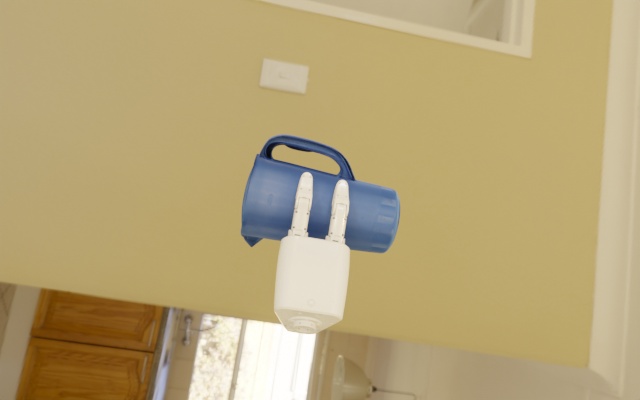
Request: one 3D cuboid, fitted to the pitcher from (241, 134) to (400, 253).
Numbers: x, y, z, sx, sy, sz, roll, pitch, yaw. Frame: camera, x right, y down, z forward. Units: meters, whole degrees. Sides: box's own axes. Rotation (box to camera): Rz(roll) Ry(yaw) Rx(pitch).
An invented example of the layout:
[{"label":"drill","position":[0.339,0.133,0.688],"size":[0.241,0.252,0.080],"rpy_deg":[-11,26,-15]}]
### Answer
[{"label":"pitcher","position":[0.000,0.003,0.765],"size":[0.243,0.145,0.149],"rpy_deg":[11,-34,-6]}]
